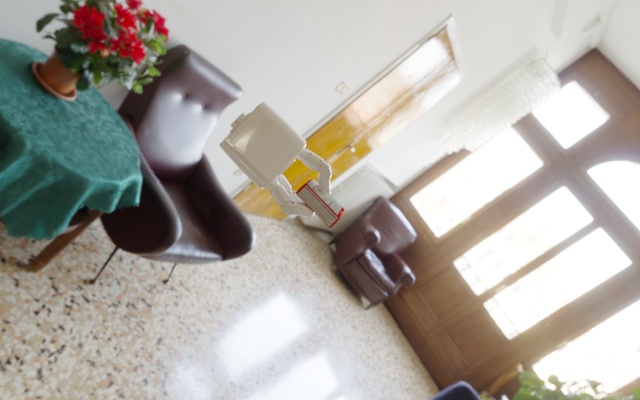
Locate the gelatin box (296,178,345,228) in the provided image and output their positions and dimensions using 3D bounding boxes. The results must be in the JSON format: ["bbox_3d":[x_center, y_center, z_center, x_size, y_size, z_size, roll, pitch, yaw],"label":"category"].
[{"bbox_3d":[0.001,0.003,0.868,0.030,0.089,0.073,-45,1,14],"label":"gelatin box"}]
